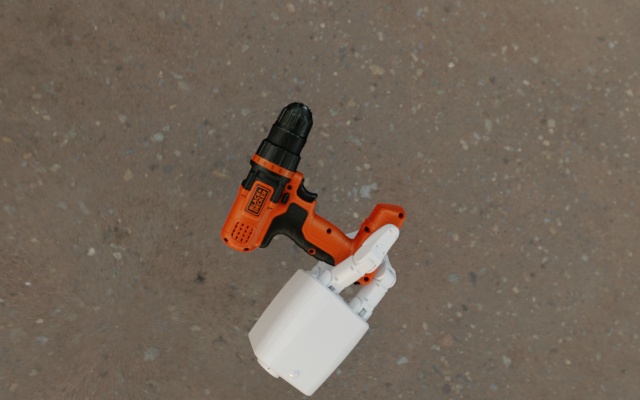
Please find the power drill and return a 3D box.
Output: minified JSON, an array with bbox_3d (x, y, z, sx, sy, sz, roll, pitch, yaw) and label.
[{"bbox_3d":[0.000,0.002,0.559,0.187,0.184,0.057,26,8,-6],"label":"power drill"}]
